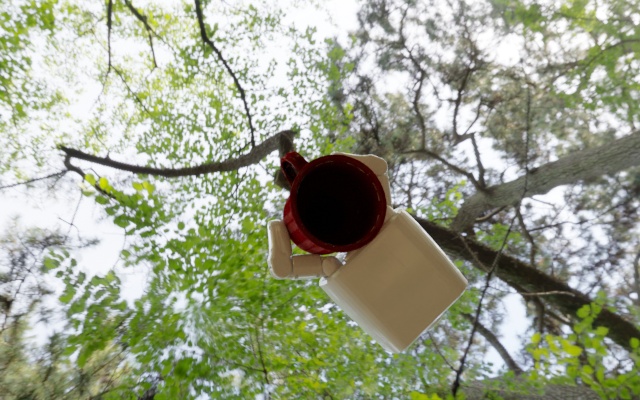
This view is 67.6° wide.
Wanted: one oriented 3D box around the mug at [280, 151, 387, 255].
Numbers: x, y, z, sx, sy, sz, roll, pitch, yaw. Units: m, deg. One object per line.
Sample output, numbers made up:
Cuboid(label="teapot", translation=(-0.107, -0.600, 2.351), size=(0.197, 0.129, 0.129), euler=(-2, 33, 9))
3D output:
Cuboid(label="mug", translation=(-0.001, 0.001, 0.477), size=(0.093, 0.117, 0.081), euler=(-42, 0, -19))
